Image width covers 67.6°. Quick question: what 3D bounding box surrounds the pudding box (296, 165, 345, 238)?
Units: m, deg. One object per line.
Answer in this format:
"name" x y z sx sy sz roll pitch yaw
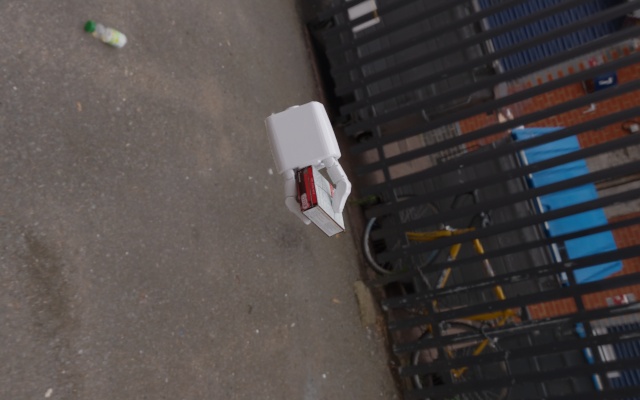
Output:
"pudding box" 0.000 0.003 0.861 0.039 0.090 0.113 -22 -37 20
